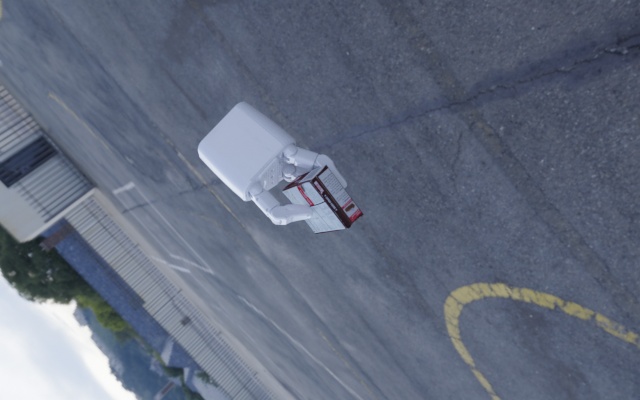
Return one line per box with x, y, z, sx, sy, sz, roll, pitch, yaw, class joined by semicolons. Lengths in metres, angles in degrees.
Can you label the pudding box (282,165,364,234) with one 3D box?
0.000;0.002;0.700;0.039;0.090;0.113;-43;12;-22;pudding box
